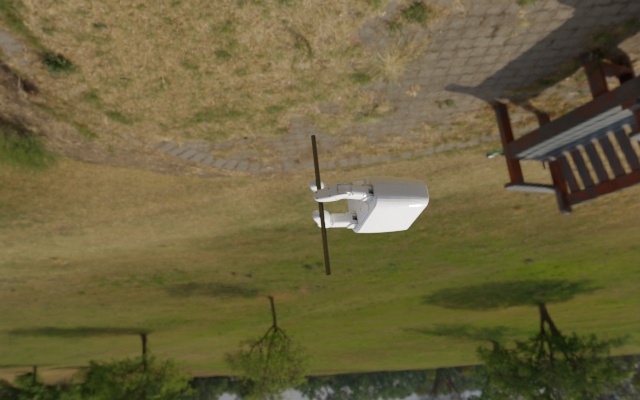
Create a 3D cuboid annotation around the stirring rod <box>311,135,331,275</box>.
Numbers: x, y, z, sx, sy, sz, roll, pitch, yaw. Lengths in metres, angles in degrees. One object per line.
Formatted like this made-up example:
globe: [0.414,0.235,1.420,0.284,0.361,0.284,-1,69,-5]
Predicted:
stirring rod: [0.000,0.002,0.788,0.011,0.239,0.011,-6,-17,-2]
